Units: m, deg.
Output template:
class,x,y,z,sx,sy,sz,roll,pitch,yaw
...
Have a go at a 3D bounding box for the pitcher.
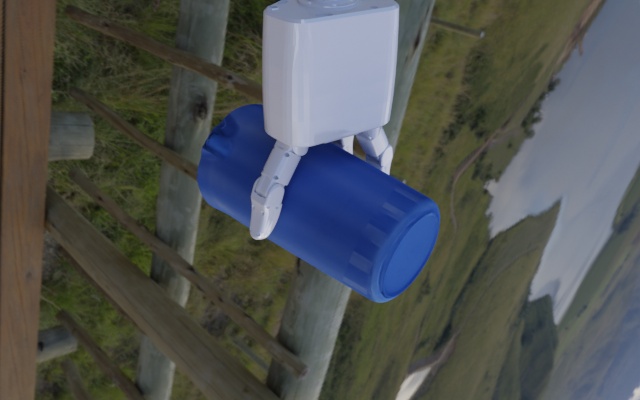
class,x,y,z,sx,sy,sz,roll,pitch,yaw
pitcher,0.000,0.002,0.506,0.242,0.145,0.149,30,44,32
